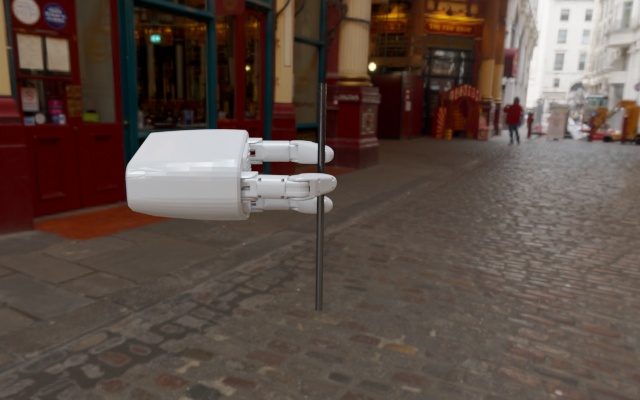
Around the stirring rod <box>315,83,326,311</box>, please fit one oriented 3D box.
[{"bbox_3d":[0.000,0.002,0.498,0.011,0.239,0.011,1,12,0],"label":"stirring rod"}]
